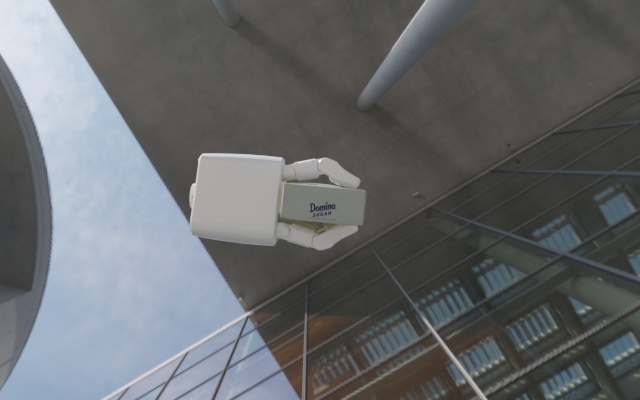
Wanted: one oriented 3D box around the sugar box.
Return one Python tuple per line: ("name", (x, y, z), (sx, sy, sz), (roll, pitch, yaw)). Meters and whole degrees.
("sugar box", (0.000, 0.003, 0.601), (0.093, 0.048, 0.176), (5, 4, -2))
